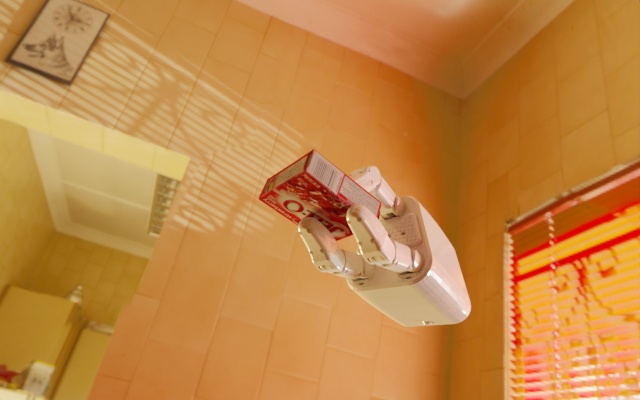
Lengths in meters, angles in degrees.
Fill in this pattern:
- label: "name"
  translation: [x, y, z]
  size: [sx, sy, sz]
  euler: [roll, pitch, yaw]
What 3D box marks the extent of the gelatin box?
- label: "gelatin box"
  translation: [0.000, 0.001, 0.441]
  size: [0.089, 0.030, 0.073]
  euler: [37, -38, -24]
